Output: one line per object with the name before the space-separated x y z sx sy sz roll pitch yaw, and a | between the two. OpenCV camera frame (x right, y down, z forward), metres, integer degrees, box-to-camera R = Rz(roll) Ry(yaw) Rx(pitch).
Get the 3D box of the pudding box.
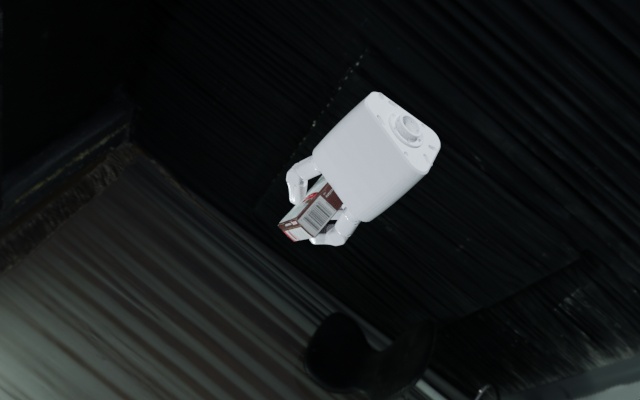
pudding box | 0.000 0.002 0.651 0.113 0.039 0.090 -47 8 -20
